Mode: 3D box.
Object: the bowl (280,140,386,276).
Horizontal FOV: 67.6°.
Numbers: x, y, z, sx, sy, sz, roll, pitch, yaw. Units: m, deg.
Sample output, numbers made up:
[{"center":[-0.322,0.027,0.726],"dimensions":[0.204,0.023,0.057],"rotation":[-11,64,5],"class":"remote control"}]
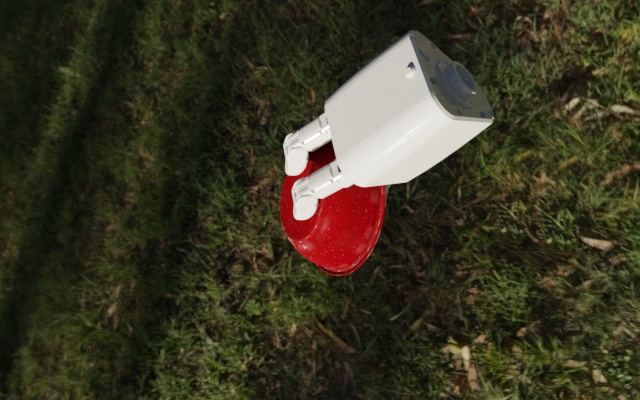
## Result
[{"center":[-0.001,0.003,0.531],"dimensions":[0.055,0.162,0.162],"rotation":[7,-4,-33],"class":"bowl"}]
